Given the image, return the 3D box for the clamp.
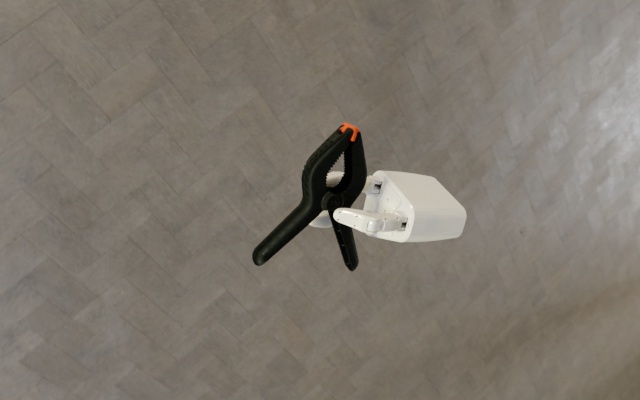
[{"bbox_3d":[0.001,0.002,0.623,0.164,0.210,0.036,1,21,-32],"label":"clamp"}]
